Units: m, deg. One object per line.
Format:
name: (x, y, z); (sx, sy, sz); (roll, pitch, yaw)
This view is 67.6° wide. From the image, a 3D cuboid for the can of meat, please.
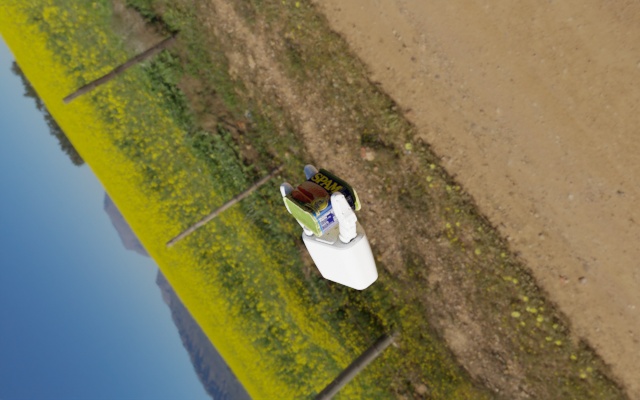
can of meat: (0.000, 0.003, 0.782); (0.084, 0.057, 0.102); (-36, 40, -18)
